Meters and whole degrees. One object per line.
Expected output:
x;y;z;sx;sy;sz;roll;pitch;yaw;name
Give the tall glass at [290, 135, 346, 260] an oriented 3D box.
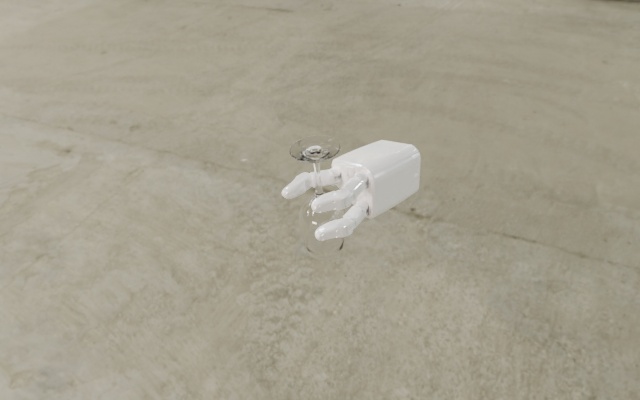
0.000;0.002;0.753;0.079;0.201;0.079;-3;38;3;tall glass
